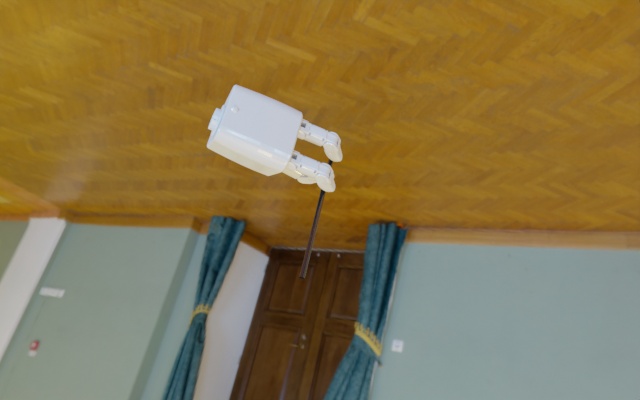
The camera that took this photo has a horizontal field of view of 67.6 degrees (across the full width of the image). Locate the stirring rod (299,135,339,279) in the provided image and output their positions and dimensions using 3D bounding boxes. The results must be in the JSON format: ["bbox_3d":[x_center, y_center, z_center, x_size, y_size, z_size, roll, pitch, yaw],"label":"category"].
[{"bbox_3d":[0.000,0.002,0.720,0.011,0.239,0.011,11,-24,5],"label":"stirring rod"}]
